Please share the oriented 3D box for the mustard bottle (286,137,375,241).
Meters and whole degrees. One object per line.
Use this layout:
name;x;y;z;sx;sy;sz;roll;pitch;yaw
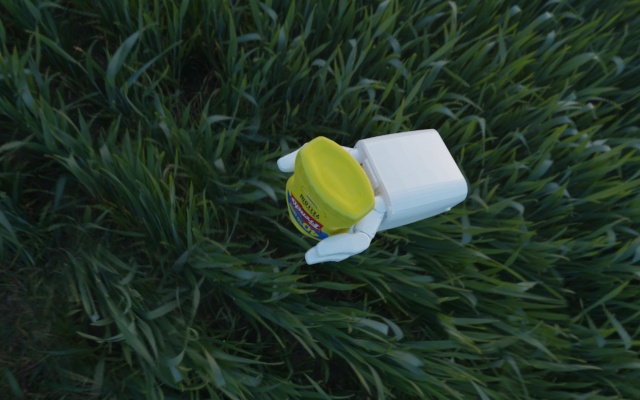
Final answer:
mustard bottle;0.000;0.002;0.569;0.058;0.096;0.192;-38;-6;-19
